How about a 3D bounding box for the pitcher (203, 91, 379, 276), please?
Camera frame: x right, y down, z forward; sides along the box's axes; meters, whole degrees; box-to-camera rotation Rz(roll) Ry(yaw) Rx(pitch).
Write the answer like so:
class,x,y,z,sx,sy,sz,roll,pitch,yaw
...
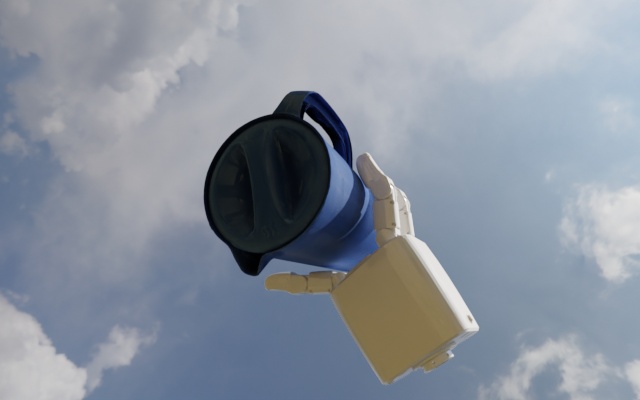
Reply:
class,x,y,z,sx,sy,sz,roll,pitch,yaw
pitcher,0.000,0.002,0.528,0.149,0.145,0.243,-37,-27,12
